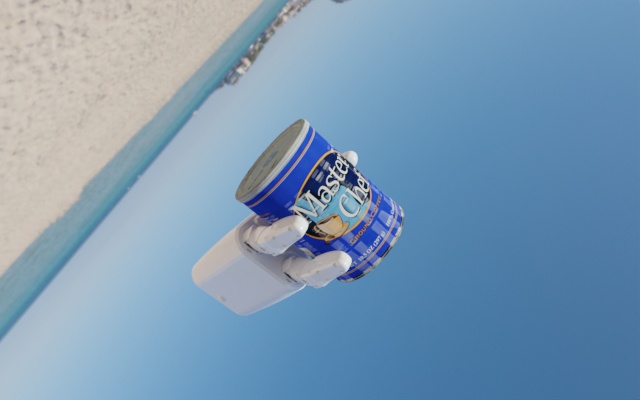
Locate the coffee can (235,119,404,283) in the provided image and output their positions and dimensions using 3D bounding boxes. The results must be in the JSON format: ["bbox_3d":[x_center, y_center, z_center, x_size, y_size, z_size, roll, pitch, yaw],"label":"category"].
[{"bbox_3d":[0.000,0.001,0.486,0.140,0.103,0.103,40,-15,-18],"label":"coffee can"}]
